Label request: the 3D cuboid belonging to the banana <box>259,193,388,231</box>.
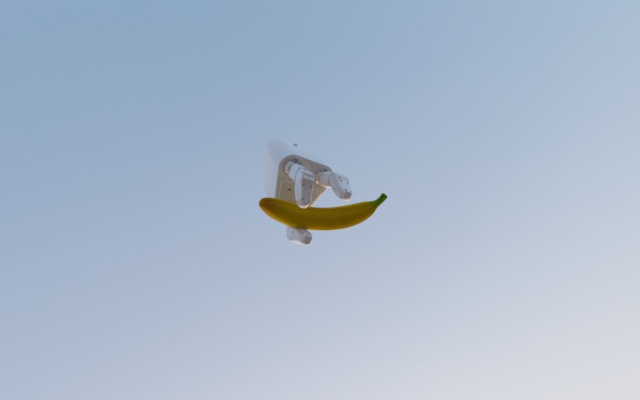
[{"bbox_3d":[0.002,0.018,0.736,0.198,0.070,0.037,-4,35,-15],"label":"banana"}]
